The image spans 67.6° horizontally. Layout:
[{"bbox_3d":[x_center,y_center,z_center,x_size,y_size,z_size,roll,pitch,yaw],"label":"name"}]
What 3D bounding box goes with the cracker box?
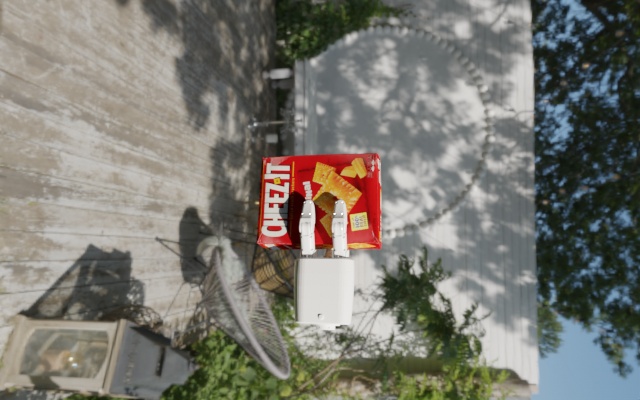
[{"bbox_3d":[0.000,0.003,0.852,0.214,0.164,0.072,-1,-15,10],"label":"cracker box"}]
